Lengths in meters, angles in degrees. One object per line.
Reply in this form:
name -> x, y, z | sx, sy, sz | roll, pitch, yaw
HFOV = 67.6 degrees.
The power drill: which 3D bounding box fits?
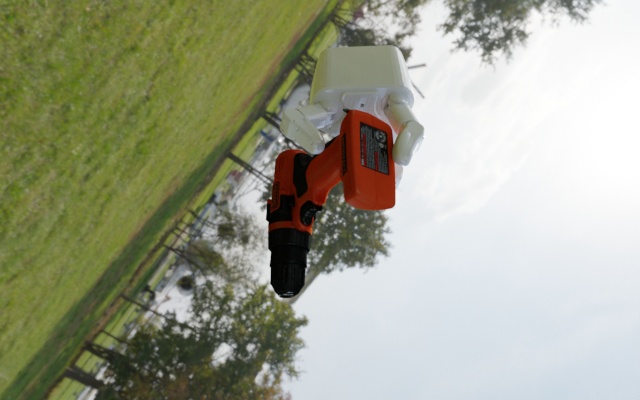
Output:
power drill -> 0.000, 0.001, 0.518 | 0.057, 0.184, 0.188 | 15, -27, -32
